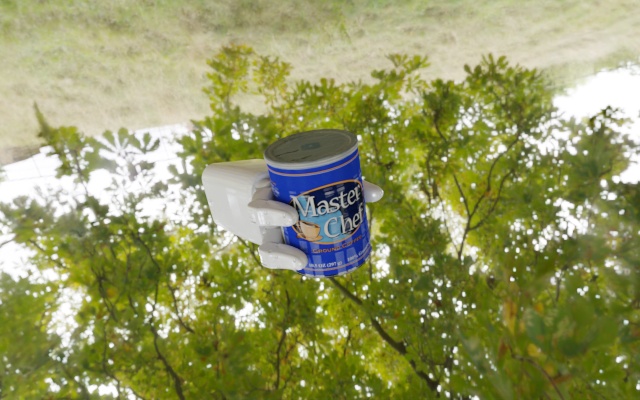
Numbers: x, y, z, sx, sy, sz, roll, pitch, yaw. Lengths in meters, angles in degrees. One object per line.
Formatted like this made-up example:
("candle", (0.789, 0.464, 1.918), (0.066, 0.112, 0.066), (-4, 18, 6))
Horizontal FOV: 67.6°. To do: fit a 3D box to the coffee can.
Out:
("coffee can", (0.000, 0.002, 0.542), (0.103, 0.140, 0.102), (-8, 26, 4))
